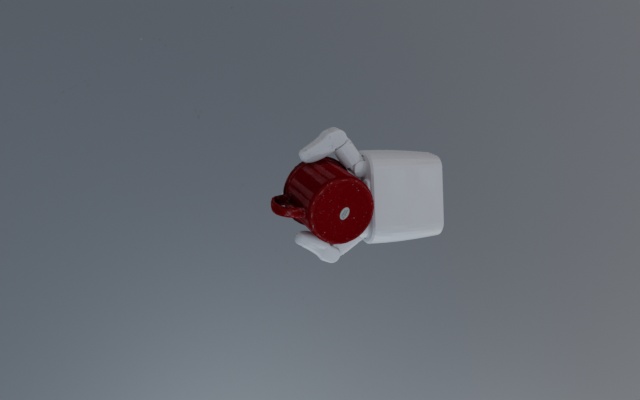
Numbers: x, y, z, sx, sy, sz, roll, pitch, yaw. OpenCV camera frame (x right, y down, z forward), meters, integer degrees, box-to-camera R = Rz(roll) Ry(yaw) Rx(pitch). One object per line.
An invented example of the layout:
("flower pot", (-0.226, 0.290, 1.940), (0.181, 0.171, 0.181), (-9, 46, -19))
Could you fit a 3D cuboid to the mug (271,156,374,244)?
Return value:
("mug", (-0.001, 0.002, 0.562), (0.117, 0.093, 0.081), (-4, 19, -21))
